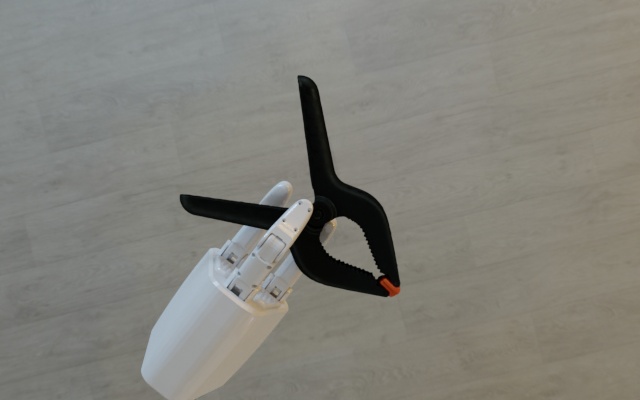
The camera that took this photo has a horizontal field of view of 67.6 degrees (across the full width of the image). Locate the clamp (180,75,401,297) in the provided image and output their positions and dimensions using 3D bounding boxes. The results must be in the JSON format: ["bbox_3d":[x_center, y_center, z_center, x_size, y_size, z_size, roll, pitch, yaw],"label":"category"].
[{"bbox_3d":[0.000,0.002,0.435,0.210,0.164,0.036,38,3,0],"label":"clamp"}]
